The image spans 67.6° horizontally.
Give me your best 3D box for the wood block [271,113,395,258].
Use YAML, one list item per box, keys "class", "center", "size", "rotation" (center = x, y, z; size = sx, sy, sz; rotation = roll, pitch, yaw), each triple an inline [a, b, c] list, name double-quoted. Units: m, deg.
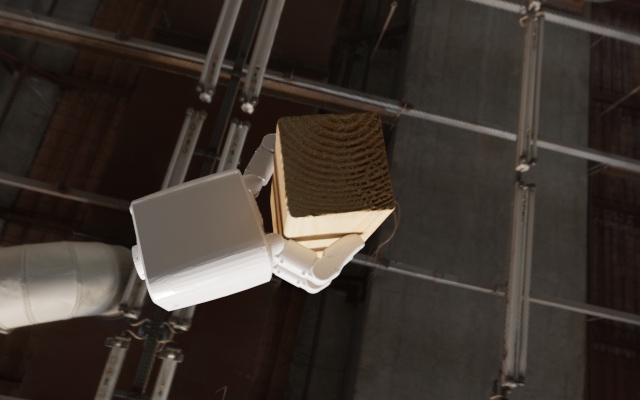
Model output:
- class: "wood block"
  center: [0.000, 0.001, 0.485]
  size: [0.090, 0.090, 0.206]
  rotation: [-5, -18, -9]
